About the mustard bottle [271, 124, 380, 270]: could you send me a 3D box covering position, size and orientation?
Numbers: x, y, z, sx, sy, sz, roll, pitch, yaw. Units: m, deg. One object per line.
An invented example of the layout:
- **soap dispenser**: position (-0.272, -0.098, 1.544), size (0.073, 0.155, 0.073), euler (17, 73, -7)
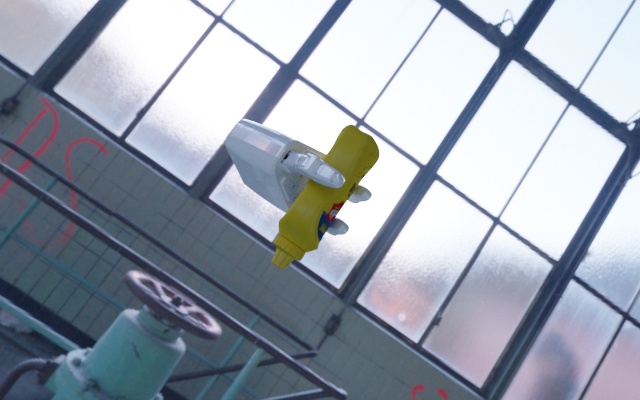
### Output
- **mustard bottle**: position (0.001, 0.002, 0.595), size (0.058, 0.191, 0.096), euler (33, -9, 10)
